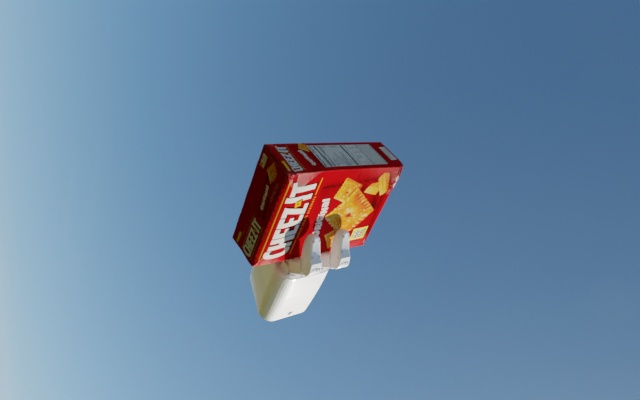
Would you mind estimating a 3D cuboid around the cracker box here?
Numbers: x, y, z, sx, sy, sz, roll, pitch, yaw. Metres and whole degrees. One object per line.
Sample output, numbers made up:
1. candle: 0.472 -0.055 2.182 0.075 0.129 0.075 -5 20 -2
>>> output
1. cracker box: 0.000 0.002 0.687 0.213 0.164 0.072 -7 43 -39
